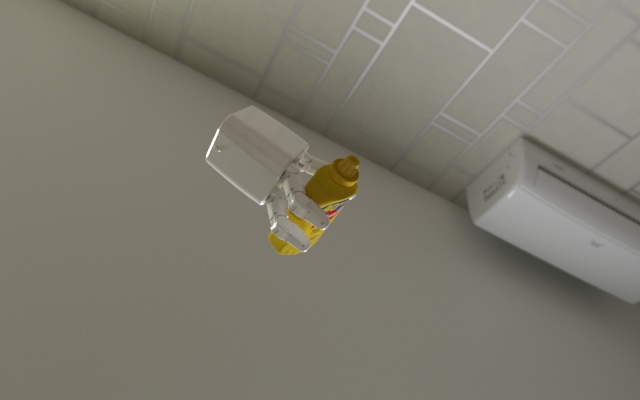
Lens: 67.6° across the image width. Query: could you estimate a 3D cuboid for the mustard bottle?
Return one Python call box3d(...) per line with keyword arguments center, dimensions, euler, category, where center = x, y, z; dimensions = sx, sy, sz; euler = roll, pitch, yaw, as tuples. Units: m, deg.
box3d(center=(0.000, 0.003, 0.685), dimensions=(0.096, 0.058, 0.192), euler=(-20, -23, -43), category="mustard bottle")
